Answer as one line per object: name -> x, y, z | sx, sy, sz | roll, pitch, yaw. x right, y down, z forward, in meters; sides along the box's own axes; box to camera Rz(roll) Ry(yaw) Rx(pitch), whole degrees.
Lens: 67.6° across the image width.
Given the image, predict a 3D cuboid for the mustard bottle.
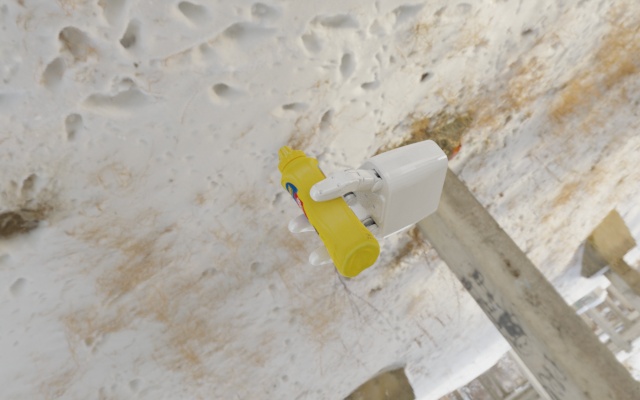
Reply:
mustard bottle -> 0.000, 0.002, 0.606 | 0.058, 0.191, 0.096 | -33, -25, -3
